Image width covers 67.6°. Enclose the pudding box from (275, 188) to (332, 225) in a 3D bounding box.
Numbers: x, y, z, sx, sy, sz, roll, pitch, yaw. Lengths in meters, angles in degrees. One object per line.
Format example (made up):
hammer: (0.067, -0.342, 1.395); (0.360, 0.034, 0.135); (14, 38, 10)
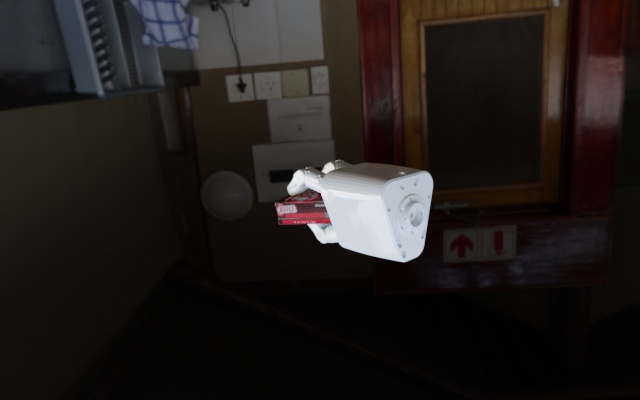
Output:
pudding box: (0.000, 0.002, 0.692); (0.090, 0.039, 0.113); (-1, 13, 24)
